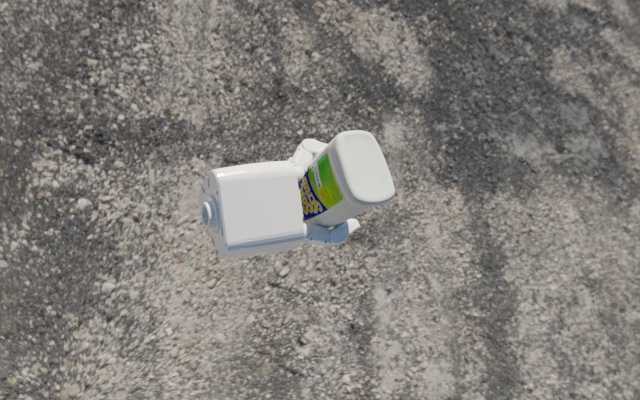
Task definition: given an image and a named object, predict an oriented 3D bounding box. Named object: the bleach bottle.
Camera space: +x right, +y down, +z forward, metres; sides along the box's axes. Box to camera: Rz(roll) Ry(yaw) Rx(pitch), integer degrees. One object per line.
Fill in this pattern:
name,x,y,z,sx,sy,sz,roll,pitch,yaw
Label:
bleach bottle,0.000,0.002,0.674,0.068,0.102,0.251,-8,-18,-30
